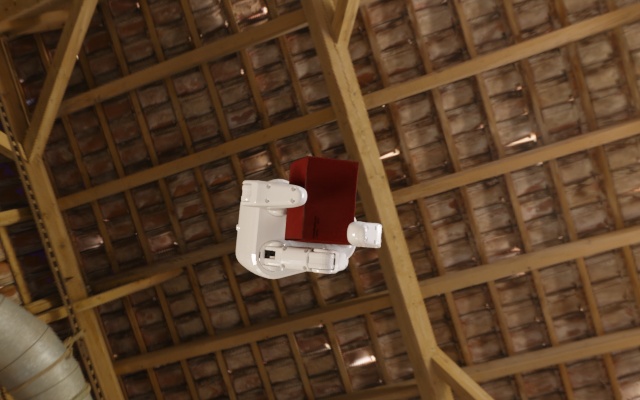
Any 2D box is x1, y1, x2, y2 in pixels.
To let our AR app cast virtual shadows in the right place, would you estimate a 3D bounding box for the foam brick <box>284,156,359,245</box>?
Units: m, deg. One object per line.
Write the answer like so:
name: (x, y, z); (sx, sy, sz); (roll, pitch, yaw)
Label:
foam brick: (0.000, 0.001, 0.449); (0.053, 0.078, 0.051); (7, -6, -21)
